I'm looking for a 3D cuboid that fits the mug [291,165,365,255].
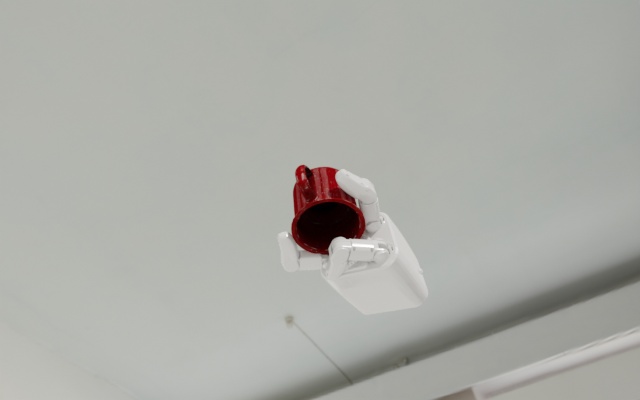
[{"bbox_3d":[-0.001,0.001,0.615,0.093,0.117,0.081,-28,36,15],"label":"mug"}]
